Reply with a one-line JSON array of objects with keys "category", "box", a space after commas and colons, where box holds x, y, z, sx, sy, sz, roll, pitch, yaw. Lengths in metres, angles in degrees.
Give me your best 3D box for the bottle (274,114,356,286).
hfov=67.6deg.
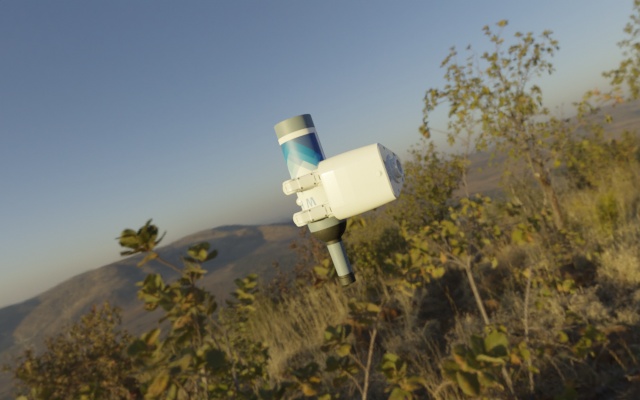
[{"category": "bottle", "box": [0.000, 0.002, 0.817, 0.069, 0.295, 0.069, -19, 1, 0]}]
